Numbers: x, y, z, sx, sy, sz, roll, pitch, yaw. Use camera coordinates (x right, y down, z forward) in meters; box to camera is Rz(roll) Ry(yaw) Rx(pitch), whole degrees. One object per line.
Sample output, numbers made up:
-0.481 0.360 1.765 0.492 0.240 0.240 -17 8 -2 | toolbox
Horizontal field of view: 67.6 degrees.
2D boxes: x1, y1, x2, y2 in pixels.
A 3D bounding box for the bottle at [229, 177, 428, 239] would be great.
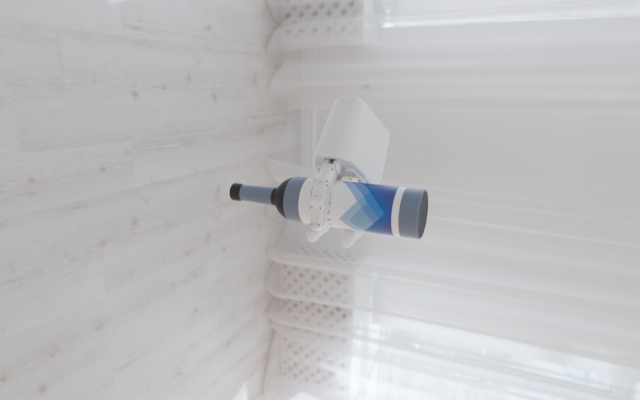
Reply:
0.000 0.002 0.683 0.295 0.069 0.069 7 3 23 | bottle
